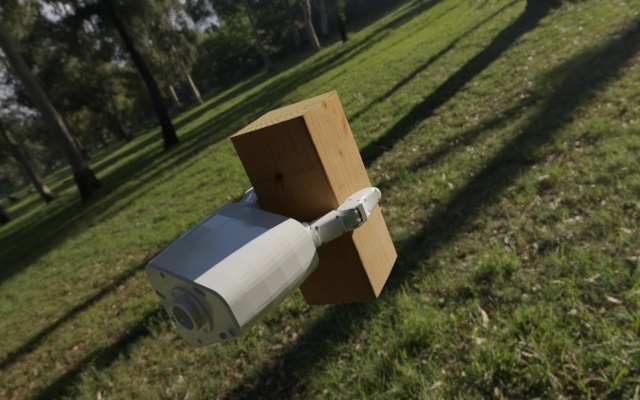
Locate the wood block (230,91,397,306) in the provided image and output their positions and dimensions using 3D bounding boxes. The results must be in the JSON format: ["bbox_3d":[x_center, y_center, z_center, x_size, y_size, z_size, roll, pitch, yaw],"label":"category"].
[{"bbox_3d":[0.000,0.002,0.517,0.091,0.206,0.090,-11,22,30],"label":"wood block"}]
